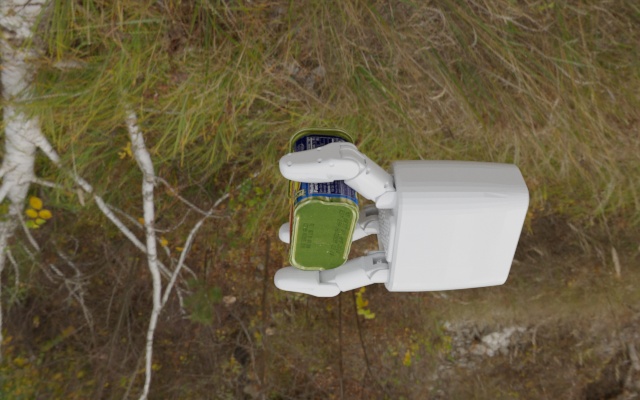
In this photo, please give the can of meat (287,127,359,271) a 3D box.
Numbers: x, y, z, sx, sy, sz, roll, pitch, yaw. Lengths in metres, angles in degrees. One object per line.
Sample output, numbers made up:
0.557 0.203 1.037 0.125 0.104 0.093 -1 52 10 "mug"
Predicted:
0.000 0.002 0.420 0.057 0.083 0.102 2 -41 -6 "can of meat"
